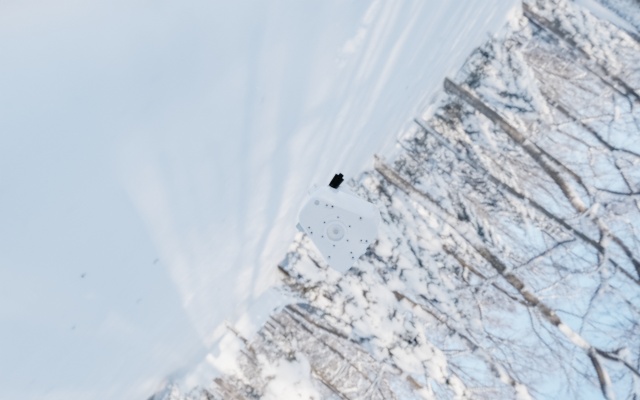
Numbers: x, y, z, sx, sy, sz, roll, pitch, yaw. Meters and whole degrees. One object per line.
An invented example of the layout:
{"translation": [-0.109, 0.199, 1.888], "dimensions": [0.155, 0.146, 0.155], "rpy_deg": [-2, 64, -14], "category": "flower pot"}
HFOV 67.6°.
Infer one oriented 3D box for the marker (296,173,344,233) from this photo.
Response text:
{"translation": [0.000, 0.003, 0.812], "dimensions": [0.020, 0.121, 0.020], "rpy_deg": [36, 11, -8], "category": "marker"}
